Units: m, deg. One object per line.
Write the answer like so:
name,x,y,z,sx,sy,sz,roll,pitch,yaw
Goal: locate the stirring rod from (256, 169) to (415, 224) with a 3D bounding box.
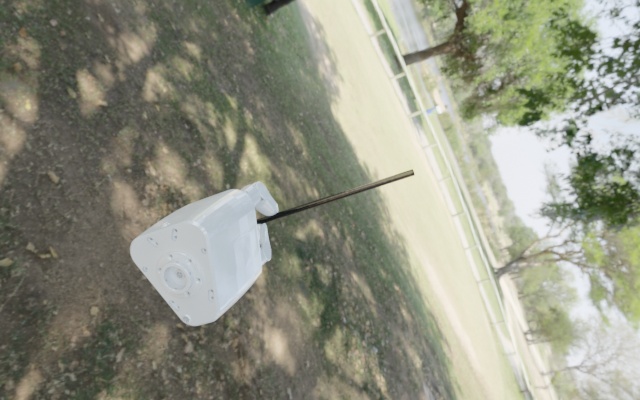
stirring rod,0.000,0.002,0.595,0.239,0.011,0.011,-18,-6,19
